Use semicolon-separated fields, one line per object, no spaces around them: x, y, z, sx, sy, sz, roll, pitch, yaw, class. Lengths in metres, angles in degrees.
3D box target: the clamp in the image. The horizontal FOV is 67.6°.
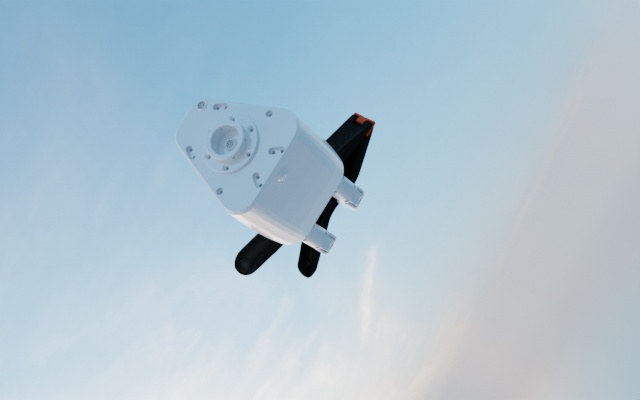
0.000;0.001;0.540;0.036;0.210;0.164;31;-3;23;clamp
